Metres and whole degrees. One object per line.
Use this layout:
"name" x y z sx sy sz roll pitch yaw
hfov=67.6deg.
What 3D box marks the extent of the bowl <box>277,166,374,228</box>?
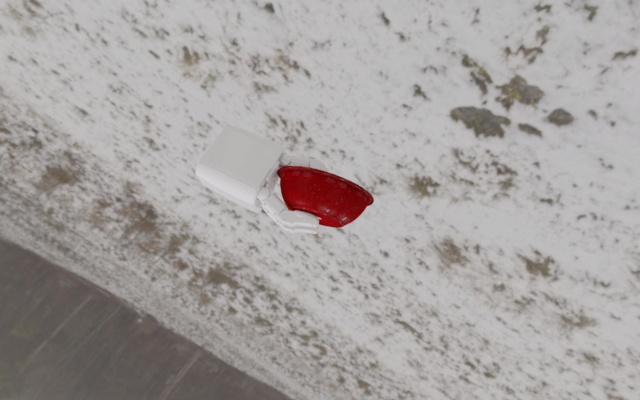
"bowl" 0.001 0.003 0.755 0.162 0.055 0.162 16 -14 4
